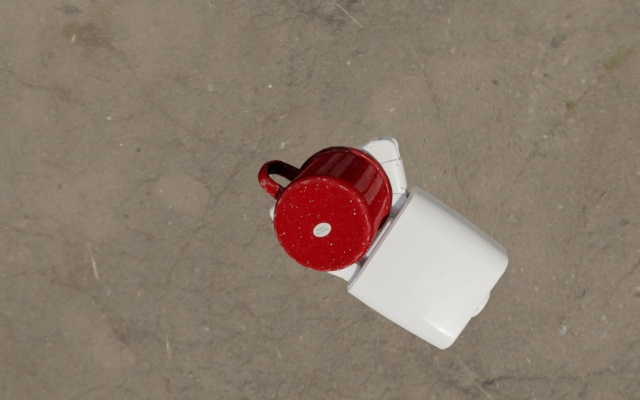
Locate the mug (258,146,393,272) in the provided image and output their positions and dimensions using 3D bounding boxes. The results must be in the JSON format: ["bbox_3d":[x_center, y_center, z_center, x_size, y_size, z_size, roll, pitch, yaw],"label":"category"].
[{"bbox_3d":[-0.001,0.001,0.404,0.117,0.093,0.081,33,23,3],"label":"mug"}]
